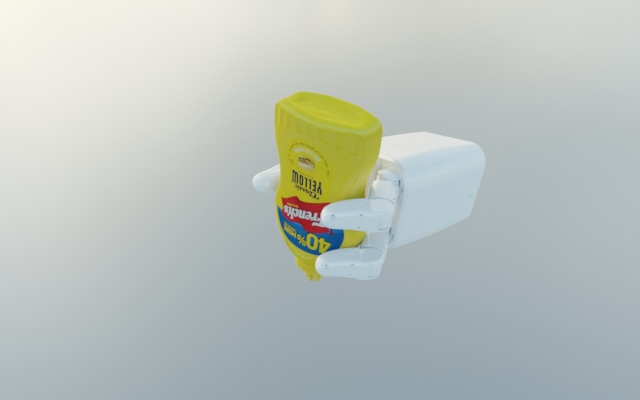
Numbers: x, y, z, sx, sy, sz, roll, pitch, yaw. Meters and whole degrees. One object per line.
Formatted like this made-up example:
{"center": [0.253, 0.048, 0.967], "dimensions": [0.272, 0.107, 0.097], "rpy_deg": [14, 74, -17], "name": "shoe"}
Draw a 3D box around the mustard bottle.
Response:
{"center": [0.000, 0.001, 0.450], "dimensions": [0.096, 0.192, 0.058], "rpy_deg": [25, 40, 26], "name": "mustard bottle"}
